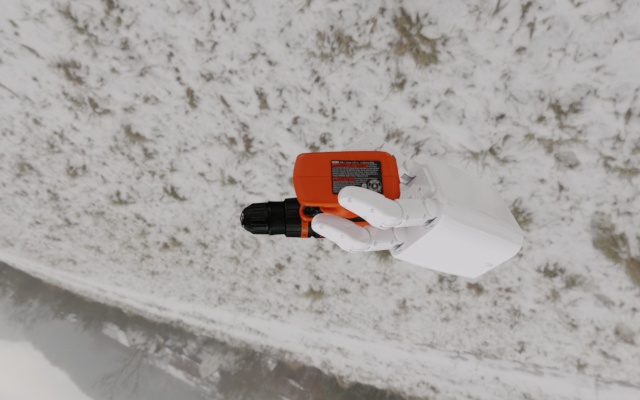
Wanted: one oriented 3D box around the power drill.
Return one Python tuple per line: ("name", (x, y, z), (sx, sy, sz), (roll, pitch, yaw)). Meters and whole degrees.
("power drill", (0.000, 0.002, 0.538), (0.184, 0.057, 0.188), (-3, -14, -8))
